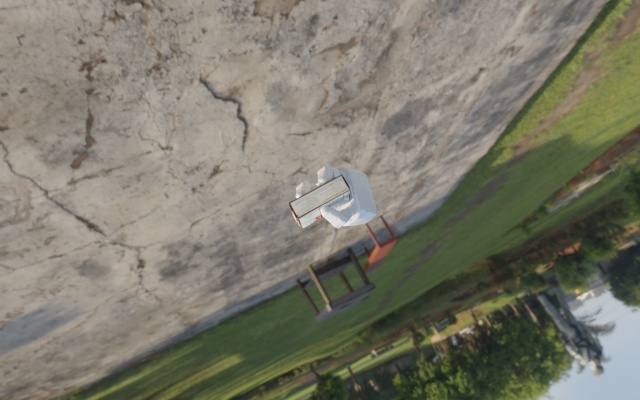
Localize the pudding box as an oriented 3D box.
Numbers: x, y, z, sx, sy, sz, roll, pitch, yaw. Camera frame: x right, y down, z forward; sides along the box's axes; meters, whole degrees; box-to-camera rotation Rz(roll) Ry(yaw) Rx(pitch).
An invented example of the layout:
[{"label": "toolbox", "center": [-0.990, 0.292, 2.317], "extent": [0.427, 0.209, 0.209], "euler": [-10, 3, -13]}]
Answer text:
[{"label": "pudding box", "center": [0.000, 0.003, 0.891], "extent": [0.113, 0.039, 0.090], "euler": [-30, -14, -5]}]
